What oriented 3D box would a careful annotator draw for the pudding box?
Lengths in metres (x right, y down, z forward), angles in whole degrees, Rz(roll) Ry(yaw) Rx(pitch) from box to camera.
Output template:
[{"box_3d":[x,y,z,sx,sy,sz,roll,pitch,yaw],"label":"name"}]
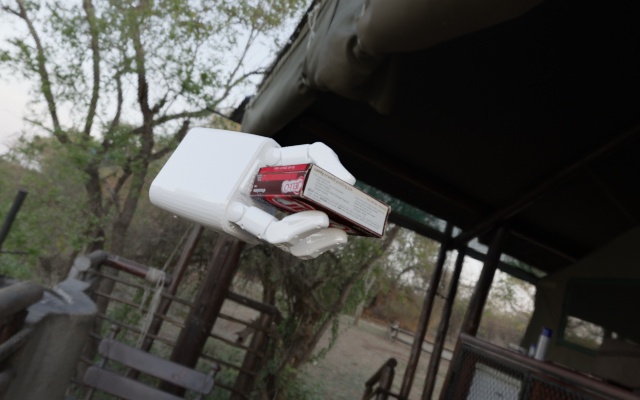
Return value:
[{"box_3d":[0.000,0.001,0.478,0.113,0.039,0.090,25,-13,-35],"label":"pudding box"}]
